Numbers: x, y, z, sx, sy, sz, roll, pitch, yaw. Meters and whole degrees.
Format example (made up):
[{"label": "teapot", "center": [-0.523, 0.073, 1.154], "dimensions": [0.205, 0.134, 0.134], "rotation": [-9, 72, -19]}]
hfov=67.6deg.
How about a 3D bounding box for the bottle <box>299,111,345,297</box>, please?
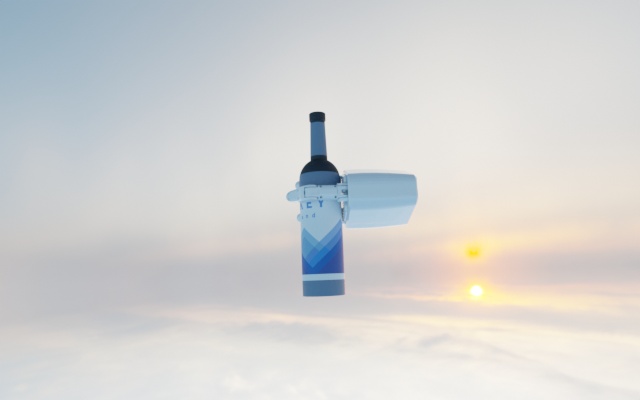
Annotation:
[{"label": "bottle", "center": [0.000, 0.003, 0.763], "dimensions": [0.069, 0.295, 0.069], "rotation": [-2, -9, 0]}]
